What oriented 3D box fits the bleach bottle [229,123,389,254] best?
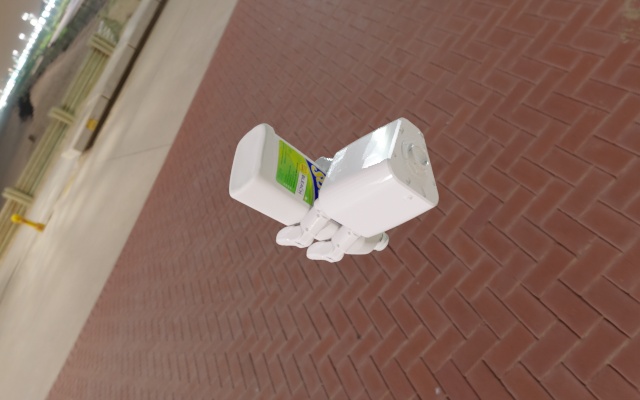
[{"bbox_3d":[0.000,0.002,0.648,0.251,0.102,0.068,30,-42,-33],"label":"bleach bottle"}]
